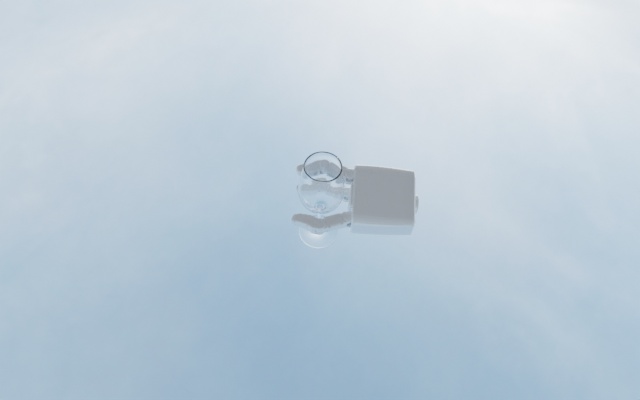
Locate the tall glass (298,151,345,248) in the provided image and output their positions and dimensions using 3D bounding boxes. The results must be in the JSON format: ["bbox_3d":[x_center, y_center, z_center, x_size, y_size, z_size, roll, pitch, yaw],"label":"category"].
[{"bbox_3d":[0.000,0.003,0.829,0.079,0.079,0.201,0,-34,-2],"label":"tall glass"}]
